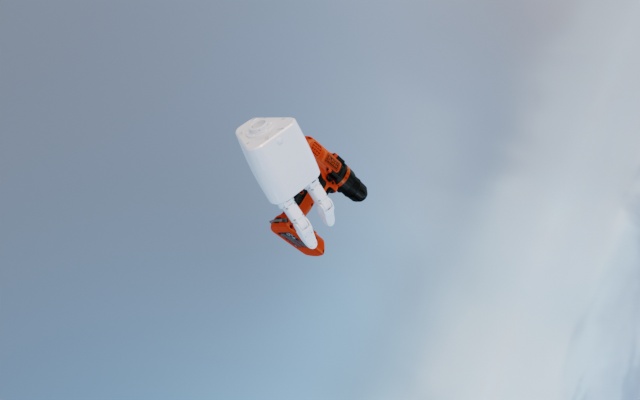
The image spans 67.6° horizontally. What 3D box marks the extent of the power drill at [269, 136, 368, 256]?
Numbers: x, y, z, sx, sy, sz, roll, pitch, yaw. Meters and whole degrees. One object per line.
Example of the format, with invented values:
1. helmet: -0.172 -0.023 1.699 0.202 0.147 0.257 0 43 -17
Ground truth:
1. power drill: 0.000 0.003 0.869 0.184 0.187 0.057 37 -29 -30
